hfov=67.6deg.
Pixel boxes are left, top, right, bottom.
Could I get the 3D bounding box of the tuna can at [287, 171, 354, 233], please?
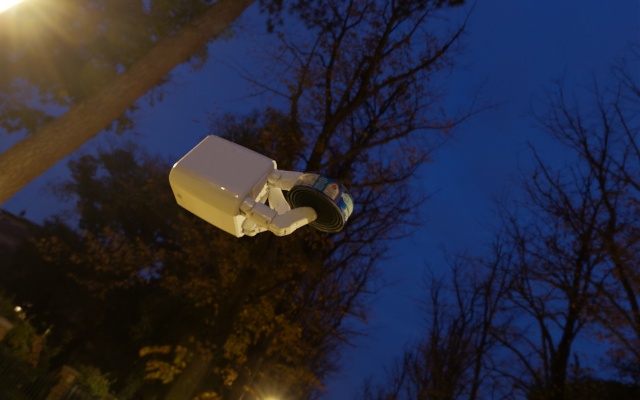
[{"bbox_3d":[0.000,0.002,0.634,0.086,0.033,0.086,24,-32,16],"label":"tuna can"}]
